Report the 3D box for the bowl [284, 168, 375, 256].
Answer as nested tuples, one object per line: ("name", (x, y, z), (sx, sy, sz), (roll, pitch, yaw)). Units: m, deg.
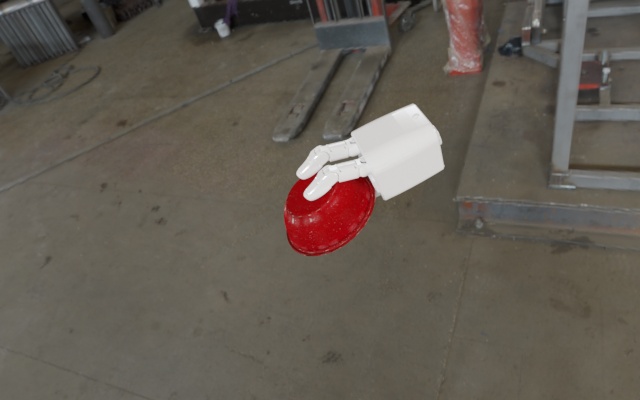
("bowl", (-0.001, 0.003, 0.728), (0.162, 0.162, 0.055), (0, -35, 41))
